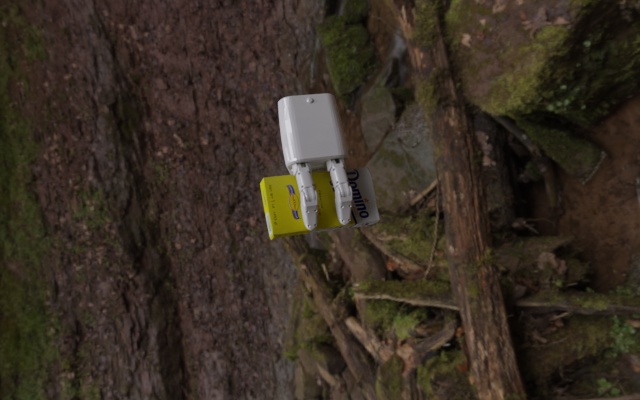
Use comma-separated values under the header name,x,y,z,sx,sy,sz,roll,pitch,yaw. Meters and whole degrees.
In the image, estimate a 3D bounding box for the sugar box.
name,x,y,z,sx,sy,sz,roll,pitch,yaw
sugar box,0.000,0.002,0.754,0.176,0.093,0.048,-8,-10,-15
